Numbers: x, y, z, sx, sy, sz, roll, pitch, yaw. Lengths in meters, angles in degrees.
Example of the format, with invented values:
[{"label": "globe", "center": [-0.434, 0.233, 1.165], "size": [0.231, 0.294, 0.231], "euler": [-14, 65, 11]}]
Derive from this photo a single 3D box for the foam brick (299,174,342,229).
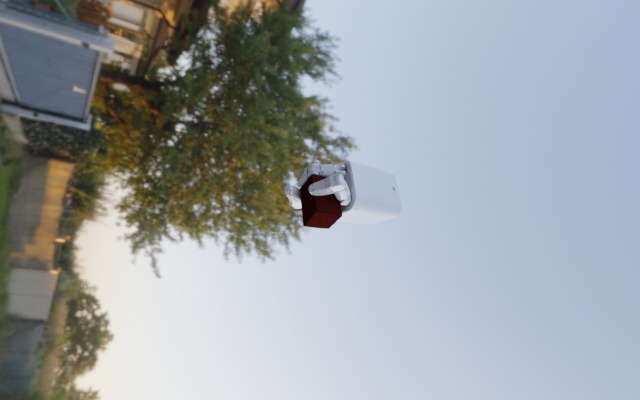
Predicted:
[{"label": "foam brick", "center": [0.000, 0.003, 0.826], "size": [0.051, 0.078, 0.053], "euler": [11, -35, -27]}]
